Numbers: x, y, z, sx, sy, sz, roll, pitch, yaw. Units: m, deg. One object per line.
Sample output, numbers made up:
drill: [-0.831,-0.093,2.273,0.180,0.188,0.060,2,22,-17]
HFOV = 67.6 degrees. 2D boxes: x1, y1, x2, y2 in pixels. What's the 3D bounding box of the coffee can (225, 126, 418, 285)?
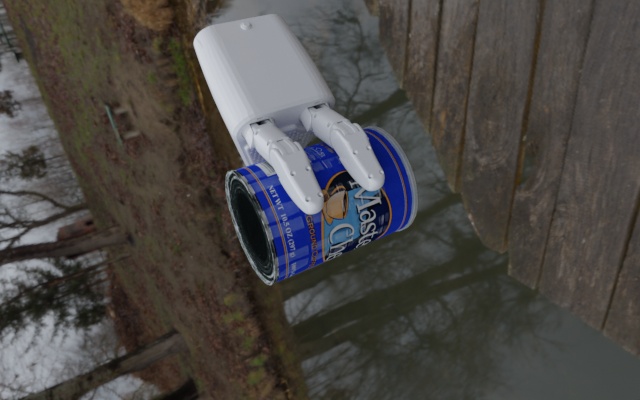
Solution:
coffee can: [0.000,0.002,0.427,0.140,0.103,0.103,-20,8,-22]
